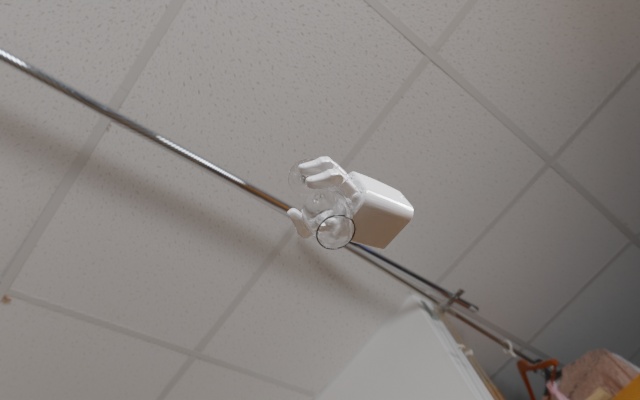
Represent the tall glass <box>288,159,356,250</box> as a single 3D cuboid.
[{"bbox_3d":[0.000,0.002,0.804,0.079,0.079,0.201,0,27,-15],"label":"tall glass"}]
